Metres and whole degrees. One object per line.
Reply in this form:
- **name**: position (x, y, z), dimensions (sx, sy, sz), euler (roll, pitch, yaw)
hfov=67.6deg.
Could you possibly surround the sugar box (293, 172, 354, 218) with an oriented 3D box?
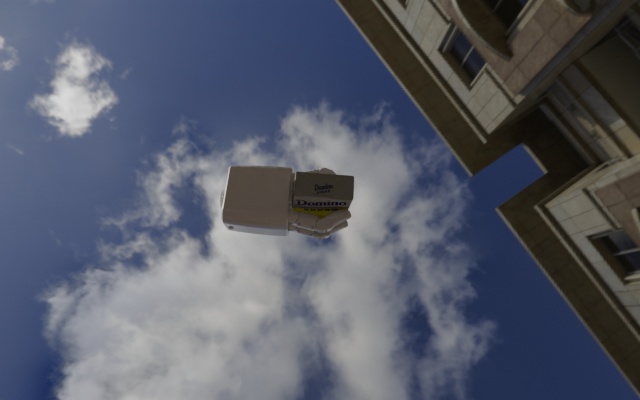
- **sugar box**: position (0.000, 0.003, 0.805), dimensions (0.093, 0.048, 0.176), euler (4, -15, -2)
